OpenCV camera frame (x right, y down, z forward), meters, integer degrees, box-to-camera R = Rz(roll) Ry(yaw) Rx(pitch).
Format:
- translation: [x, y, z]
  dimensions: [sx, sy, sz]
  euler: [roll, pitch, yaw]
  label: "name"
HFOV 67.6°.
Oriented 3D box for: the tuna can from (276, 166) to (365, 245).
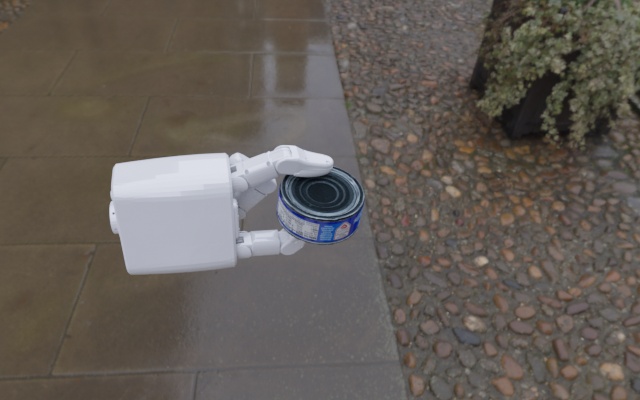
- translation: [0.000, 0.001, 0.473]
  dimensions: [0.086, 0.034, 0.086]
  euler: [6, 42, -5]
  label: "tuna can"
